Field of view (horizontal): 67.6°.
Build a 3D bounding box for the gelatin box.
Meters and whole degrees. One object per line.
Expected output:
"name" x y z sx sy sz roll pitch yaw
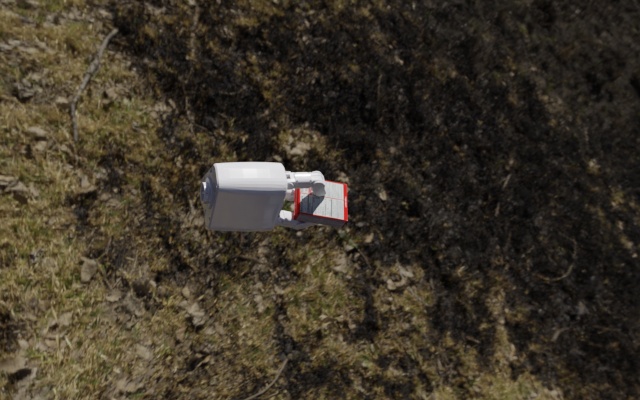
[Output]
"gelatin box" 0.001 0.002 0.803 0.089 0.073 0.030 9 -32 -15
